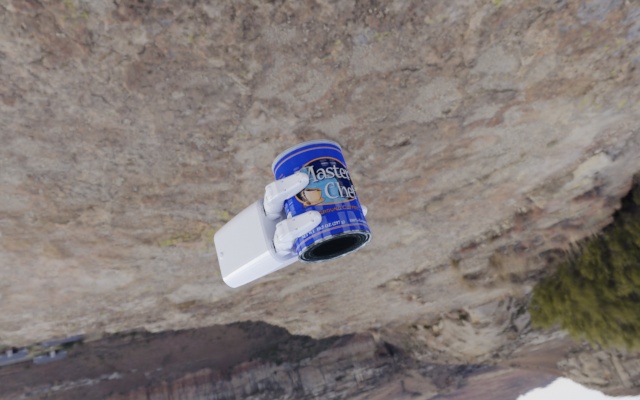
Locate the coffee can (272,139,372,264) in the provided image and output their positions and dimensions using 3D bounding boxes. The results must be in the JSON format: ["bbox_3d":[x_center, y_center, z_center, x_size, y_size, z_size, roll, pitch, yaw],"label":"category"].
[{"bbox_3d":[0.000,0.002,0.655,0.103,0.140,0.103,-15,-22,-6],"label":"coffee can"}]
